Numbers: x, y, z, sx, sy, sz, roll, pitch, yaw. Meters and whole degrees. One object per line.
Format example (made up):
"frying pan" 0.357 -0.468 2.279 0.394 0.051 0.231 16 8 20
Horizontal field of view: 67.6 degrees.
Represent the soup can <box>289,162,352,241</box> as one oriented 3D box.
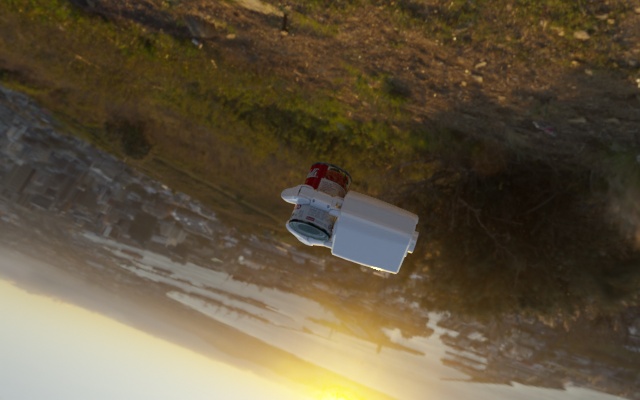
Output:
"soup can" 0.000 0.002 0.725 0.068 0.102 0.068 19 -20 7
